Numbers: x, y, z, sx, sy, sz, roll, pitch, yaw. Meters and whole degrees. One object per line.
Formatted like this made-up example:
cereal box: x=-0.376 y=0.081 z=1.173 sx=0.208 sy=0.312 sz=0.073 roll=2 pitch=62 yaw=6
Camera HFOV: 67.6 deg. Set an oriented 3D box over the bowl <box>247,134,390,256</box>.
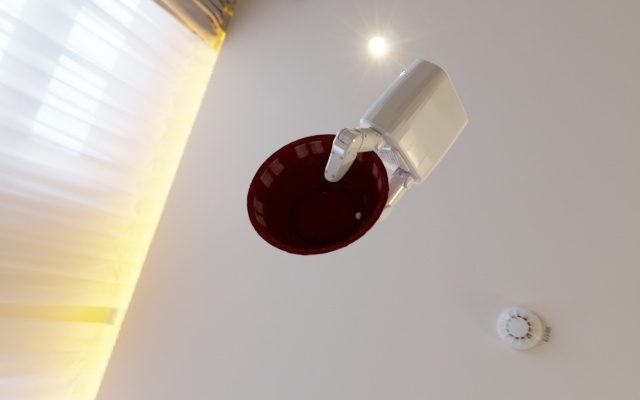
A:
bowl: x=-0.001 y=0.003 z=0.551 sx=0.162 sy=0.162 sz=0.055 roll=0 pitch=-33 yaw=13
